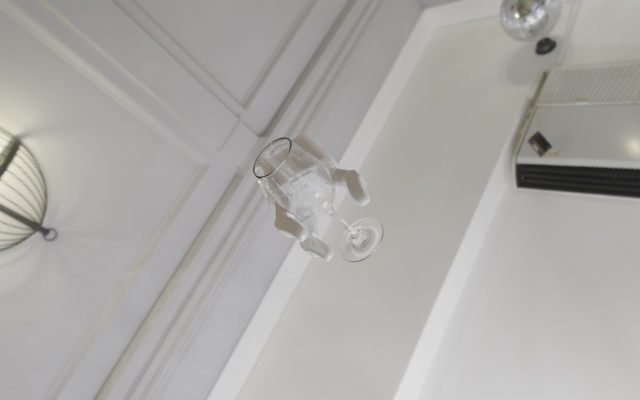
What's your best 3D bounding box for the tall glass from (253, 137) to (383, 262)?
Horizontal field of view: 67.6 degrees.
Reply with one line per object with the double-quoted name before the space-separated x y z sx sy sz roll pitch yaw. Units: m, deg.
"tall glass" 0.001 0.002 0.635 0.079 0.079 0.201 0 -33 45
